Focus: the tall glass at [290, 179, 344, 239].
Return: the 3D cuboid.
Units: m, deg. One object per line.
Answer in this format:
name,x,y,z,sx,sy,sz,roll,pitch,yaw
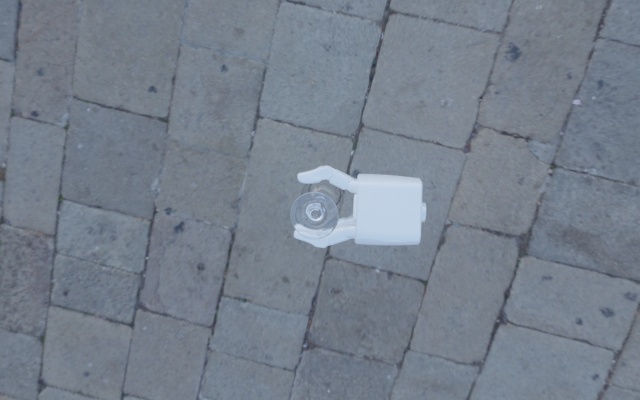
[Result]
tall glass,0.000,0.003,0.823,0.079,0.079,0.201,0,12,5
